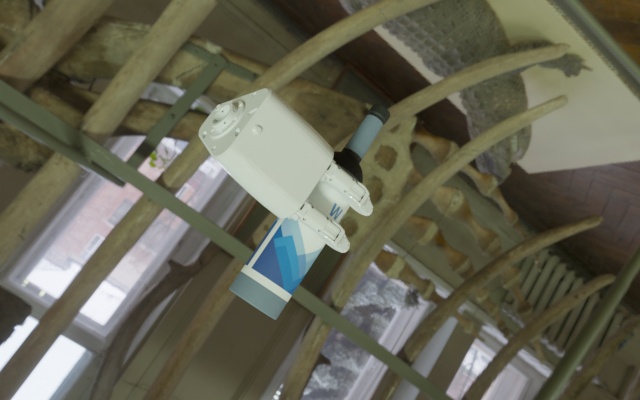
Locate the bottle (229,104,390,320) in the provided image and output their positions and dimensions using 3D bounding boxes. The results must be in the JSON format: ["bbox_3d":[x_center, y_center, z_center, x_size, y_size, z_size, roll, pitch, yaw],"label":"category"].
[{"bbox_3d":[0.000,0.002,0.590,0.069,0.295,0.069,32,-13,8],"label":"bottle"}]
